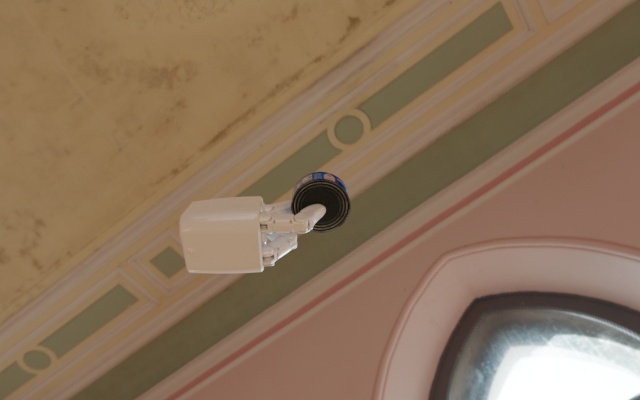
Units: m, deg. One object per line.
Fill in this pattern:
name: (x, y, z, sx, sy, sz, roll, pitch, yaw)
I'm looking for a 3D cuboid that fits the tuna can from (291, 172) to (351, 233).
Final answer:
tuna can: (0.000, 0.002, 0.697, 0.086, 0.086, 0.033, 0, 27, -2)
